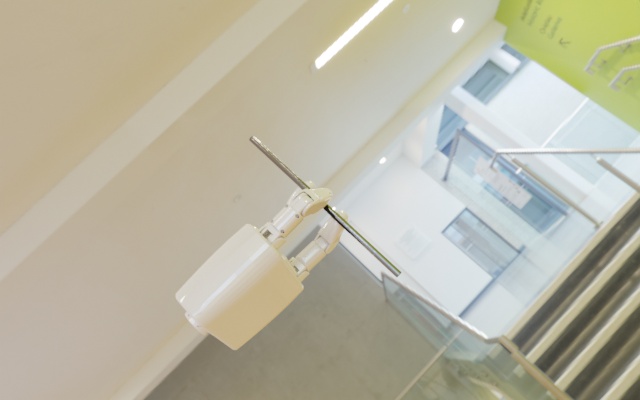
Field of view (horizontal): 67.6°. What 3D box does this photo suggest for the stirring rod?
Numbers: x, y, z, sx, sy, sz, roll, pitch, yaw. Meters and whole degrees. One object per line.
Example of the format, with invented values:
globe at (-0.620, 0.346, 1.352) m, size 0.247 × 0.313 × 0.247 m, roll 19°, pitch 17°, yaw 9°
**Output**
stirring rod at (0.000, 0.002, 0.547) m, size 0.239 × 0.011 × 0.011 m, roll 43°, pitch 16°, yaw 18°
